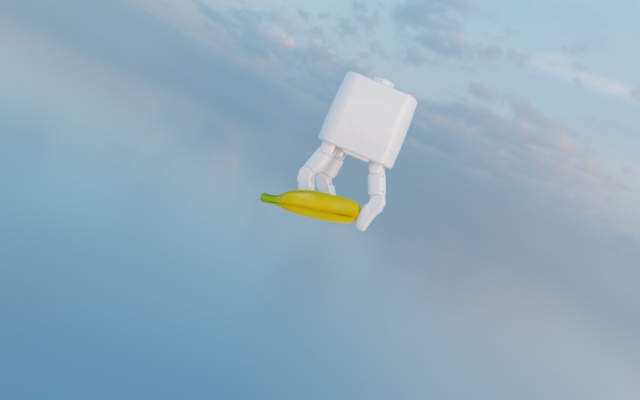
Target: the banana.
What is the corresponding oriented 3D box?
[{"bbox_3d":[0.011,0.007,0.678,0.069,0.037,0.198,24,7,41],"label":"banana"}]
